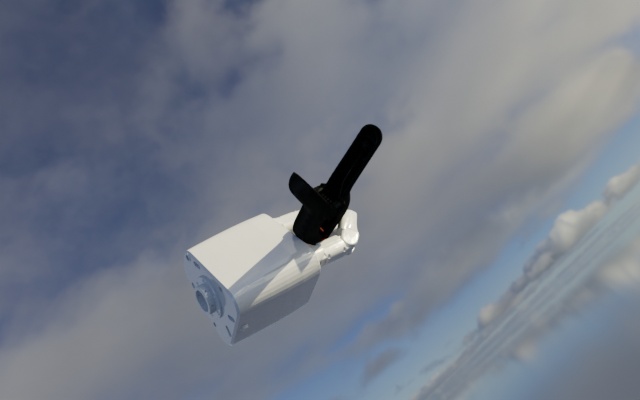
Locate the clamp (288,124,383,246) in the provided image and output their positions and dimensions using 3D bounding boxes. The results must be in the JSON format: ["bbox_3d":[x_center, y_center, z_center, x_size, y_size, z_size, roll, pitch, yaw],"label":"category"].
[{"bbox_3d":[0.000,0.001,0.512,0.120,0.172,0.039,-25,59,-35],"label":"clamp"}]
